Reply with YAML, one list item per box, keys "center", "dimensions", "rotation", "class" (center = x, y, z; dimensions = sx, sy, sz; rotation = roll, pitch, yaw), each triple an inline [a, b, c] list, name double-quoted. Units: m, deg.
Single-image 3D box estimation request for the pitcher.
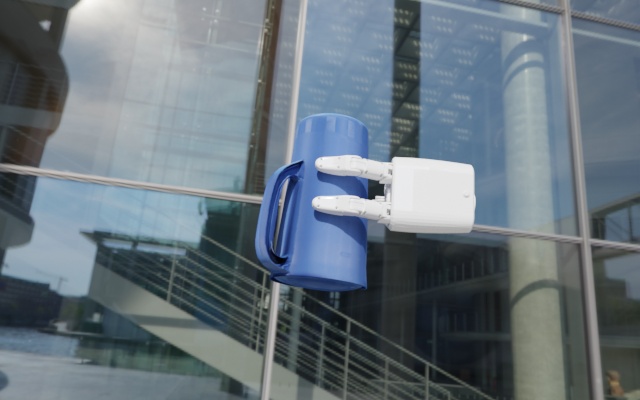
- center: [0.000, 0.002, 0.673]
  dimensions: [0.145, 0.242, 0.149]
  rotation: [4, -16, 5]
  class: "pitcher"
